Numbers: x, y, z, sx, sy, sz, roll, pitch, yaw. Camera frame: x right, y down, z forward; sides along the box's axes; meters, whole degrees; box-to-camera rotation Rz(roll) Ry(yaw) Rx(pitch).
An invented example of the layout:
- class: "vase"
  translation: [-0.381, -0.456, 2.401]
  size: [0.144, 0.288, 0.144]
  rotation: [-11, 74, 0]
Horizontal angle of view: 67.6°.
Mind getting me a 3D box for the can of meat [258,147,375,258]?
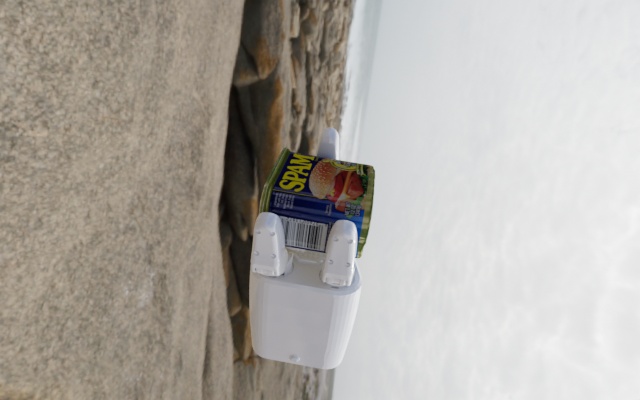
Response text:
- class: "can of meat"
  translation: [0.000, 0.001, 0.401]
  size: [0.084, 0.057, 0.102]
  rotation: [10, 29, 3]
